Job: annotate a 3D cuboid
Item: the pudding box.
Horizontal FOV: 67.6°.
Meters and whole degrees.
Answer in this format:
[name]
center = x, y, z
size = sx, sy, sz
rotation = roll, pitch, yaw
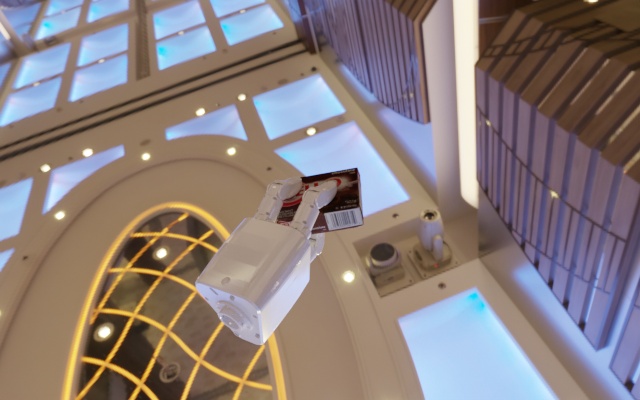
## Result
[pudding box]
center = 0.000, 0.002, 0.646
size = 0.113, 0.039, 0.090
rotation = -8, 39, 8
